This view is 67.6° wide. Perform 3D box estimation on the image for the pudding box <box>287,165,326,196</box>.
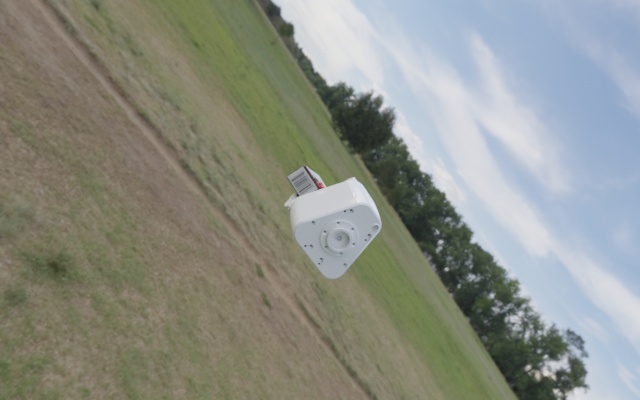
[{"bbox_3d":[0.000,0.002,0.779,0.039,0.113,0.090,-33,-13,7],"label":"pudding box"}]
